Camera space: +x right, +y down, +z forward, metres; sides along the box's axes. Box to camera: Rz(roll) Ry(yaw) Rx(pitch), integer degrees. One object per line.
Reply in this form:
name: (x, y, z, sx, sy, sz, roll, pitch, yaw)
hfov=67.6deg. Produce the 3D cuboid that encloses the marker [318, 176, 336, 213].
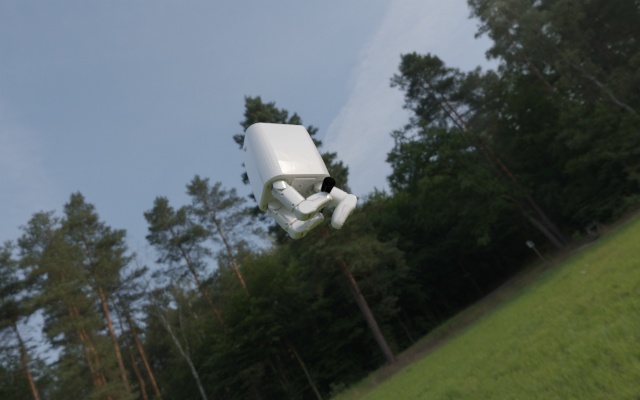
marker: (0.000, 0.002, 0.727, 0.020, 0.020, 0.121, 0, -32, -16)
